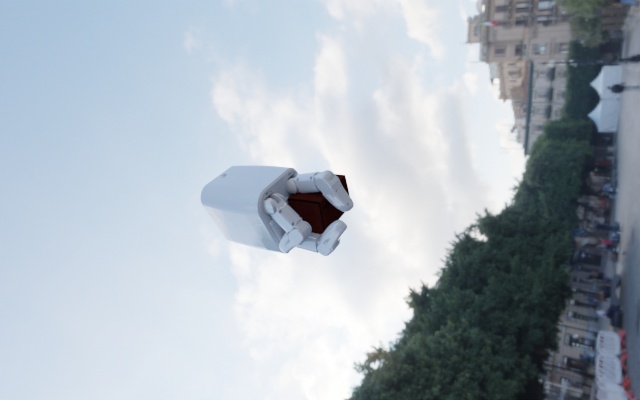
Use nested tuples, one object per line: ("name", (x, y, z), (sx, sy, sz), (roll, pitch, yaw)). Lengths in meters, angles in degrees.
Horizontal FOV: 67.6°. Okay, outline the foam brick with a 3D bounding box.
("foam brick", (0.000, 0.002, 0.658), (0.051, 0.053, 0.078), (7, 33, 30))
